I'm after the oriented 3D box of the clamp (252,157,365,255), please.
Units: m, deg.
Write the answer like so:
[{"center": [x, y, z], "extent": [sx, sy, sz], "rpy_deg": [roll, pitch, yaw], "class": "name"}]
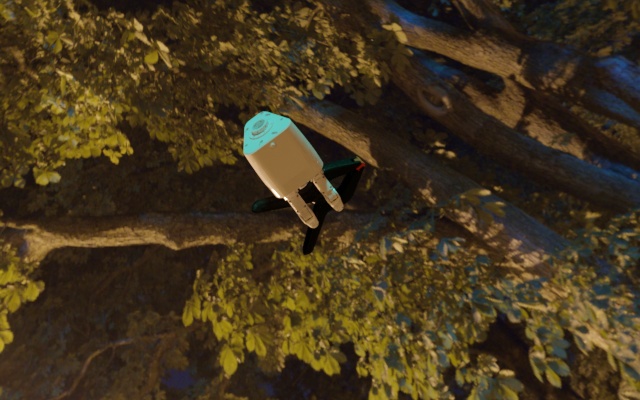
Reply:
[{"center": [0.000, 0.002, 0.878], "extent": [0.210, 0.165, 0.036], "rpy_deg": [-36, 38, 1], "class": "clamp"}]
